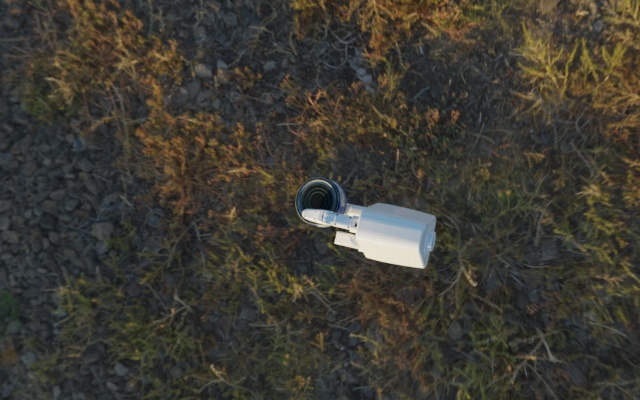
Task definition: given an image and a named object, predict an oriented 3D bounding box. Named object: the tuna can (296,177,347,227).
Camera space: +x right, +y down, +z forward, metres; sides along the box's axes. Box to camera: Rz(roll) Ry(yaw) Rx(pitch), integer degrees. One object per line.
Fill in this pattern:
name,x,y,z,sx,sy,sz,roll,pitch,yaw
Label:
tuna can,0.000,0.003,0.831,0.086,0.086,0.034,0,-7,25
